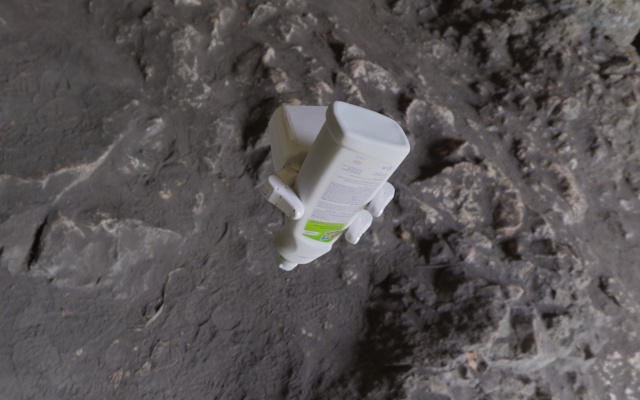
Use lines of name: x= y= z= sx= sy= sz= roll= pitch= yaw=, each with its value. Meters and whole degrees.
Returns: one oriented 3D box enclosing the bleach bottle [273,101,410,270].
bleach bottle: x=0.000 y=0.002 z=0.588 sx=0.102 sy=0.068 sz=0.251 roll=11 pitch=-48 yaw=-28
